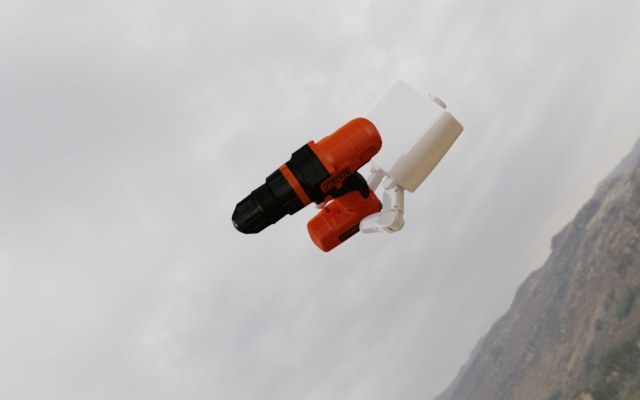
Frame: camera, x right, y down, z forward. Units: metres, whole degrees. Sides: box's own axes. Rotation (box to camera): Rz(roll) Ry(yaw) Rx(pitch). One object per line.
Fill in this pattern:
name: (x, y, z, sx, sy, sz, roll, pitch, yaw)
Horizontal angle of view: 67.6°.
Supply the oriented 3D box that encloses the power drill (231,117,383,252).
power drill: (0.000, 0.002, 0.573, 0.184, 0.057, 0.188, -34, -25, -1)
